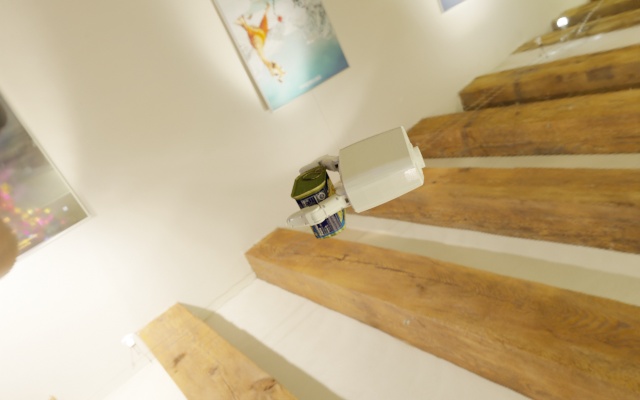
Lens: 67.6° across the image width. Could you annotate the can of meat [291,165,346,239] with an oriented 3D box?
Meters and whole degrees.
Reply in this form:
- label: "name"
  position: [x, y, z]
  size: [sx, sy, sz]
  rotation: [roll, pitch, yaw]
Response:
- label: "can of meat"
  position: [0.000, 0.003, 0.753]
  size: [0.057, 0.084, 0.102]
  rotation: [-24, 20, 12]
